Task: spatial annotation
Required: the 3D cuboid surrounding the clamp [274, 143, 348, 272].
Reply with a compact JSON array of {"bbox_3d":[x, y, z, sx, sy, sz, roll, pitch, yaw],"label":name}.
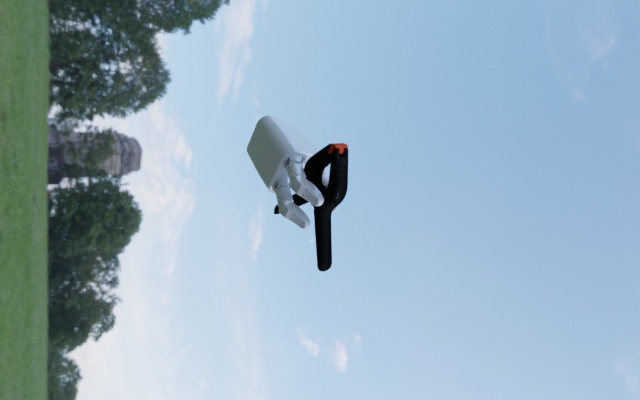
[{"bbox_3d":[0.001,0.002,0.784,0.036,0.210,0.164,-9,50,-40],"label":"clamp"}]
